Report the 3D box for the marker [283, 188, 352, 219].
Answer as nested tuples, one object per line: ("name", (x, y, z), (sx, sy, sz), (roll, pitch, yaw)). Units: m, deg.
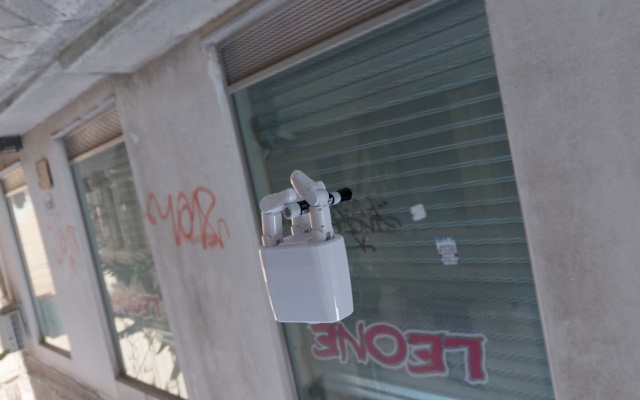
("marker", (0.000, 0.002, 0.640), (0.020, 0.020, 0.121), (0, 12, 45))
